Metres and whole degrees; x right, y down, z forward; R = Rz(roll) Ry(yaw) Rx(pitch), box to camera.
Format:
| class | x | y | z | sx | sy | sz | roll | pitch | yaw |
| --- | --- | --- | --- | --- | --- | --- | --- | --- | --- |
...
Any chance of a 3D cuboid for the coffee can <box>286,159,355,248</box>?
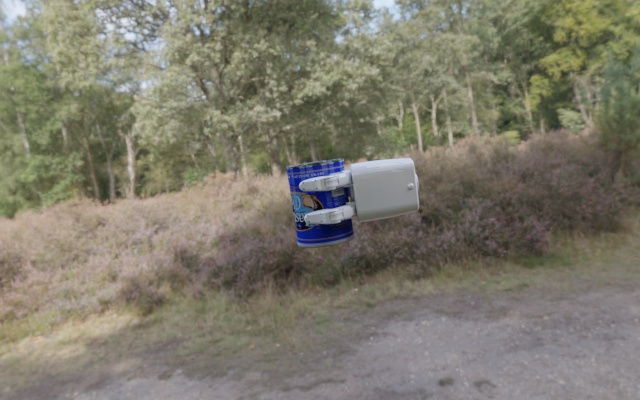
| class | x | y | z | sx | sy | sz | roll | pitch | yaw |
| --- | --- | --- | --- | --- | --- | --- | --- | --- | --- |
| coffee can | 0.000 | 0.003 | 0.841 | 0.103 | 0.140 | 0.103 | -8 | 7 | 1 |
